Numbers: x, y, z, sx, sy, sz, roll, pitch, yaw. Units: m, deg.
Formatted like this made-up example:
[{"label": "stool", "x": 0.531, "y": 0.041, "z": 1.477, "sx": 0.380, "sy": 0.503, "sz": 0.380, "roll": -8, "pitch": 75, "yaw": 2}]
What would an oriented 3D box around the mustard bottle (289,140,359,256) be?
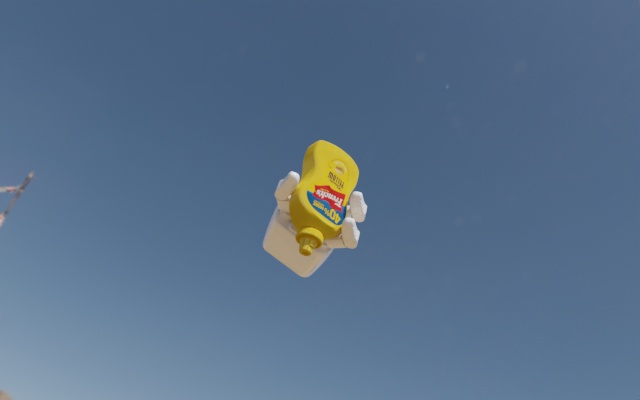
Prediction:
[{"label": "mustard bottle", "x": 0.000, "y": 0.002, "z": 0.741, "sx": 0.096, "sy": 0.191, "sz": 0.058, "roll": 38, "pitch": -41, "yaw": -26}]
